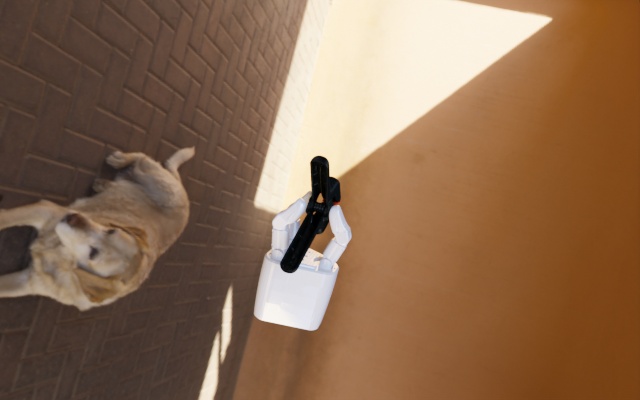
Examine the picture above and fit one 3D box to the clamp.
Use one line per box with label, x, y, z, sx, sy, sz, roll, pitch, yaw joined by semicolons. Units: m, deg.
clamp;0.001;0.003;0.714;0.036;0.164;0.210;20;17;10
